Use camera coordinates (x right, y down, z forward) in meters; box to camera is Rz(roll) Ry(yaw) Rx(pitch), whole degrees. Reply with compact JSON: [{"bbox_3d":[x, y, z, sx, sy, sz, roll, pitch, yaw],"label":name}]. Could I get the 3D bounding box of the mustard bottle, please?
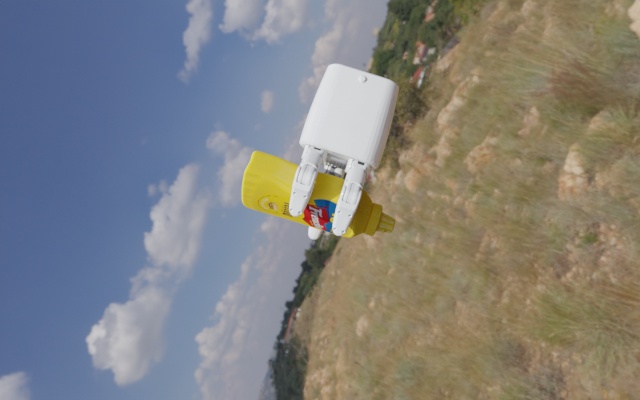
[{"bbox_3d":[0.000,0.002,0.598,0.191,0.058,0.096,18,-31,1],"label":"mustard bottle"}]
